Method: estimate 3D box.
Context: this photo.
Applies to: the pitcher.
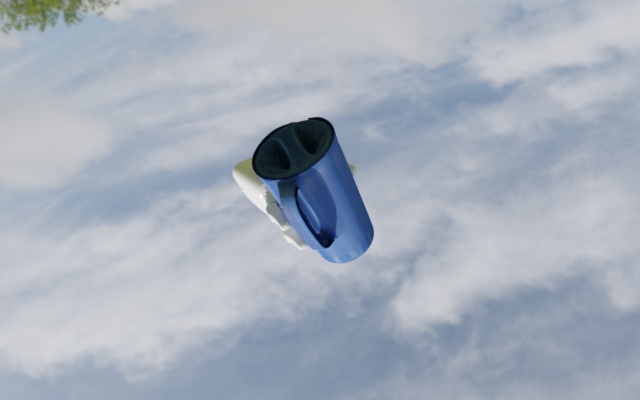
[{"bbox_3d":[0.000,0.002,0.765,0.145,0.149,0.243,31,-21,45],"label":"pitcher"}]
